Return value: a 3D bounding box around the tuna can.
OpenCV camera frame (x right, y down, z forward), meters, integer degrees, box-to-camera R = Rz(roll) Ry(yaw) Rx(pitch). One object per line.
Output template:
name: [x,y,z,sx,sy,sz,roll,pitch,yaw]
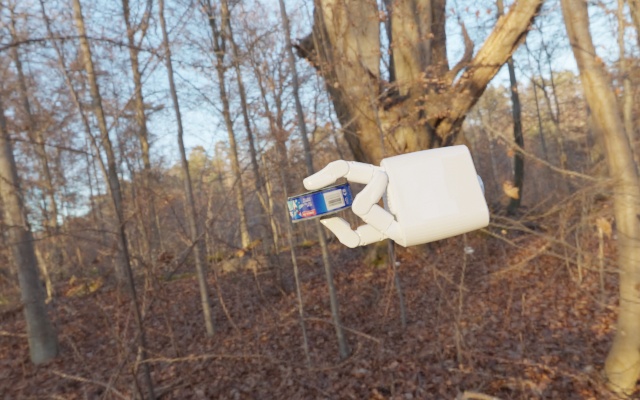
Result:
tuna can: [0.000,0.002,0.627,0.086,0.034,0.086,-15,2,1]
